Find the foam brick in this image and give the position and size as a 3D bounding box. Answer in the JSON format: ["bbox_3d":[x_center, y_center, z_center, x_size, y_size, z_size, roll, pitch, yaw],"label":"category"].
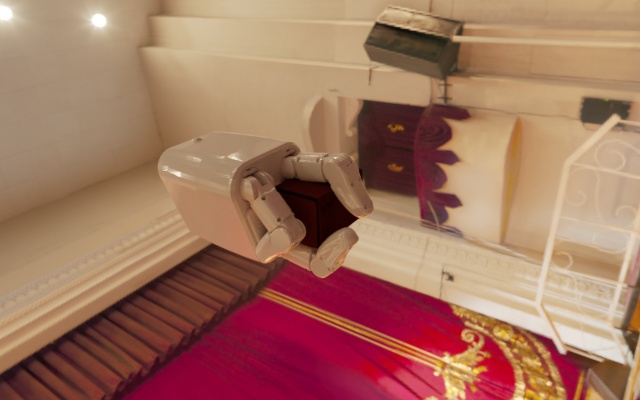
[{"bbox_3d":[0.000,0.001,0.454,0.051,0.053,0.078,14,30,33],"label":"foam brick"}]
